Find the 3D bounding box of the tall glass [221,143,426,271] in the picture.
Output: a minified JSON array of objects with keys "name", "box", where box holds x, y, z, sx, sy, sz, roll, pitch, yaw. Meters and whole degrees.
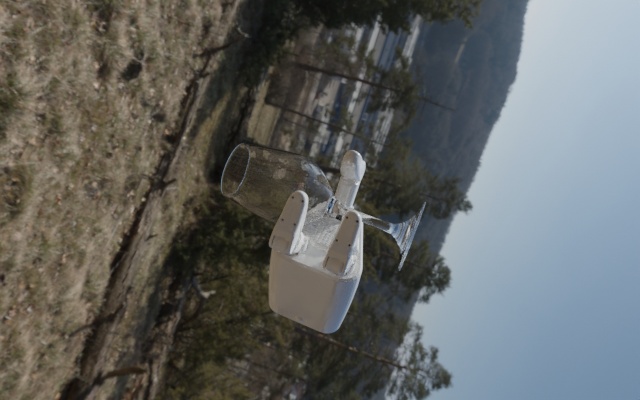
[{"name":"tall glass","box":[0.001,0.002,0.495,0.201,0.079,0.079,21,4,10]}]
